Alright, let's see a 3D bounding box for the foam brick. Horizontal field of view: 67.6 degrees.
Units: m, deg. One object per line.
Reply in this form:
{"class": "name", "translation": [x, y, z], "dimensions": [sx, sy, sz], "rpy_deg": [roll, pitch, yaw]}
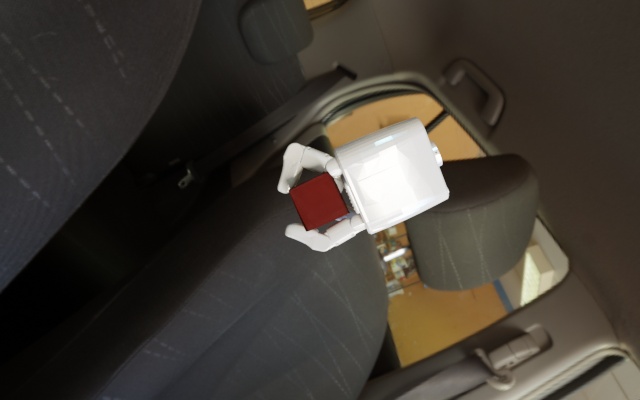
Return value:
{"class": "foam brick", "translation": [0.000, 0.002, 0.562], "dimensions": [0.051, 0.053, 0.078], "rpy_deg": [-24, -2, 4]}
